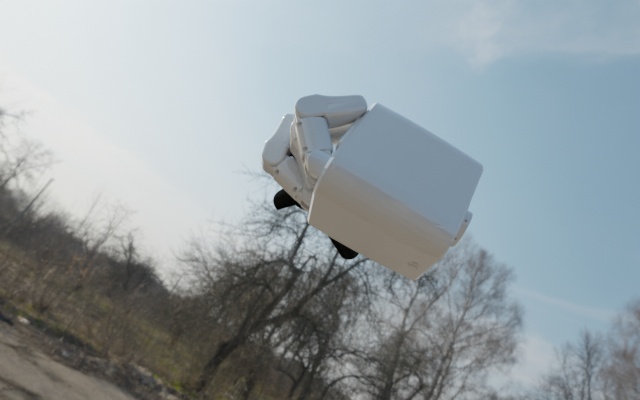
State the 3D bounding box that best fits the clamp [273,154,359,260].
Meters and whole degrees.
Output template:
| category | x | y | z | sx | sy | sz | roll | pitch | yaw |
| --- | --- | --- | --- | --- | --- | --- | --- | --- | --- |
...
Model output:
| category | x | y | z | sx | sy | sz | roll | pitch | yaw |
| --- | --- | --- | --- | --- | --- | --- | --- | --- | --- |
| clamp | 0.000 | 0.001 | 0.490 | 0.120 | 0.039 | 0.171 | 33 | -20 | 8 |
